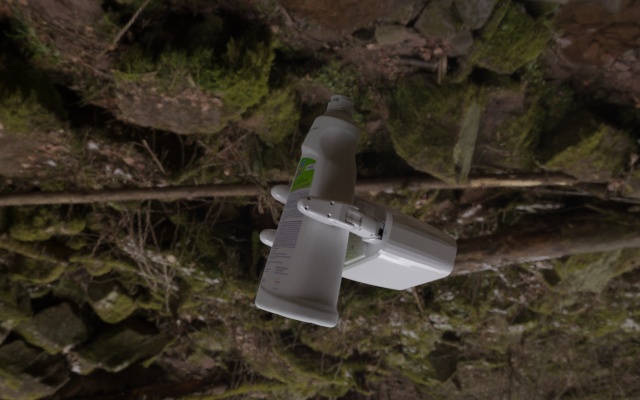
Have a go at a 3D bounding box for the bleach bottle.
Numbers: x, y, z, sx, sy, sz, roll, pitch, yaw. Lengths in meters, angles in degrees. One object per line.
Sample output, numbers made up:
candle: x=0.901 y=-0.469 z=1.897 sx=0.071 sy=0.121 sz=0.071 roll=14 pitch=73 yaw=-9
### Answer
bleach bottle: x=0.000 y=0.002 z=0.521 sx=0.068 sy=0.250 sz=0.102 roll=21 pitch=-14 yaw=-27
